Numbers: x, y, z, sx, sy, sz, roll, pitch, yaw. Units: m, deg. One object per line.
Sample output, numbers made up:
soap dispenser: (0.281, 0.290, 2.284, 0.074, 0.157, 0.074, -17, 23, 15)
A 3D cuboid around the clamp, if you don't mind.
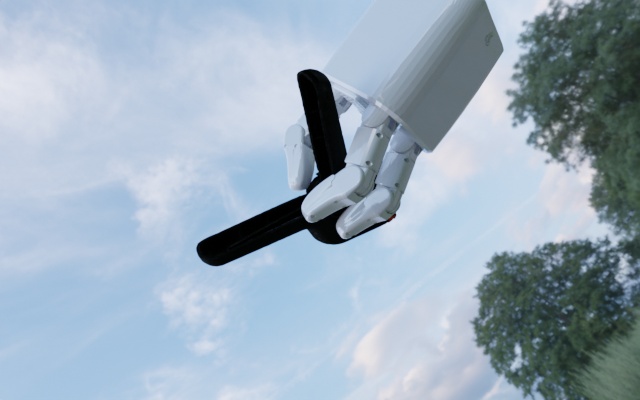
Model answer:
clamp: (0.000, 0.001, 0.416, 0.036, 0.164, 0.210, 43, 9, 35)
